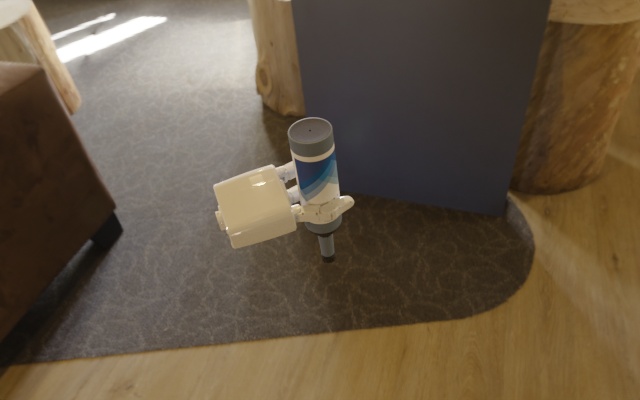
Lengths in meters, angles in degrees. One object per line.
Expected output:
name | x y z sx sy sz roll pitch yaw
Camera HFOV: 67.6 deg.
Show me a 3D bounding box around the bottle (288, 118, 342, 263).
bottle | 0.000 0.002 0.802 0.069 0.296 0.069 -4 44 4
